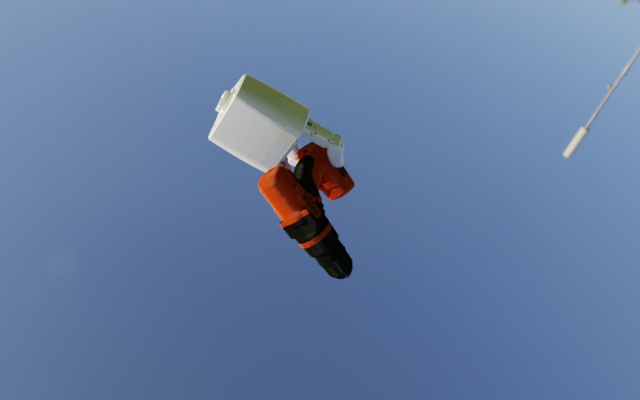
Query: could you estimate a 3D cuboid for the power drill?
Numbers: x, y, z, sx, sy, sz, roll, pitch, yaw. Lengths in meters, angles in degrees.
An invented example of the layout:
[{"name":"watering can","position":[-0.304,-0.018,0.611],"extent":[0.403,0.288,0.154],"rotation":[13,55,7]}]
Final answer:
[{"name":"power drill","position":[0.000,0.002,0.702],"extent":[0.057,0.184,0.187],"rotation":[-27,18,24]}]
